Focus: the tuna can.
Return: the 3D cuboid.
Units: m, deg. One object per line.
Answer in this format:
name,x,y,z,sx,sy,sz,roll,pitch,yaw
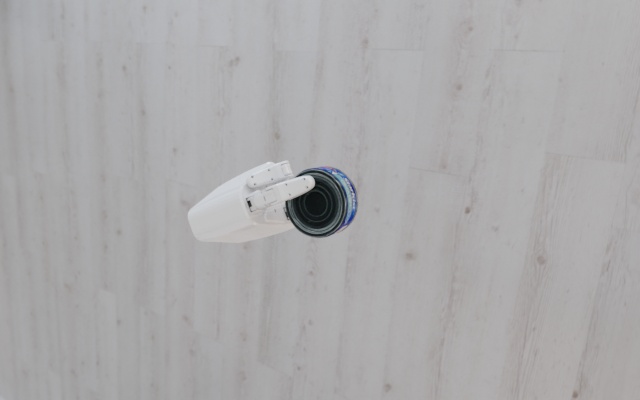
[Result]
tuna can,0.000,0.002,0.581,0.086,0.086,0.034,0,7,27
